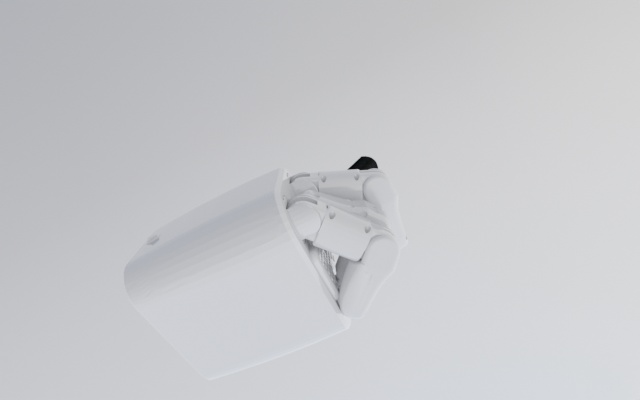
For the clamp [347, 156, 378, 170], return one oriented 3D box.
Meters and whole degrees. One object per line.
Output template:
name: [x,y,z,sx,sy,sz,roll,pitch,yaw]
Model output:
clamp: [0.000,0.002,0.412,0.120,0.039,0.171,-22,13,5]
